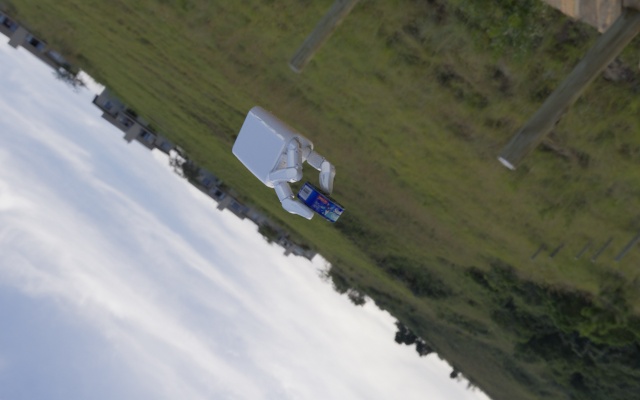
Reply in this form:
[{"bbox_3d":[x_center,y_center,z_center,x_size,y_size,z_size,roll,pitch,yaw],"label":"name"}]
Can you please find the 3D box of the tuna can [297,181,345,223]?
[{"bbox_3d":[0.000,0.003,0.856,0.086,0.034,0.086,36,4,-3],"label":"tuna can"}]
